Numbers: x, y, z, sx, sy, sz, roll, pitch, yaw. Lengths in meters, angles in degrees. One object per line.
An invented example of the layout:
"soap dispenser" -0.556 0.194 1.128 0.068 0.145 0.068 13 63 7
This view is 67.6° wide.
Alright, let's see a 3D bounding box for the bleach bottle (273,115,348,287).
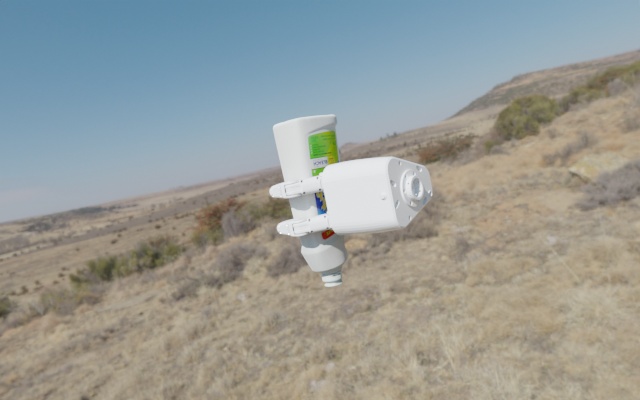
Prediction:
"bleach bottle" 0.000 0.002 0.719 0.068 0.251 0.102 -7 7 41
